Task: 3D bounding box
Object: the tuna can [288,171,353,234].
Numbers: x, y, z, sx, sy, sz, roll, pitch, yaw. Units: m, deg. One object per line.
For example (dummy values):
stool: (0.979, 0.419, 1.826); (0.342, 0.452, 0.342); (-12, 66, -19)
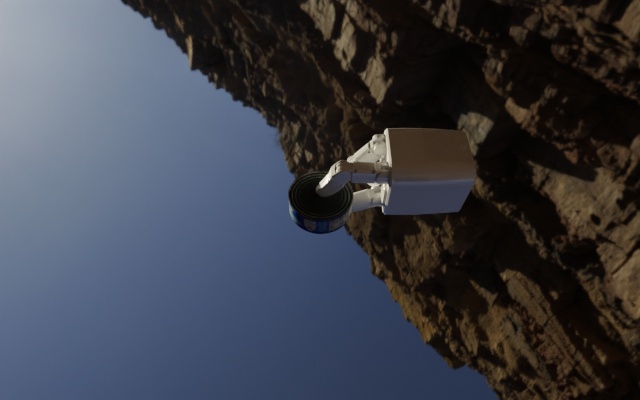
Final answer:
tuna can: (0.000, 0.002, 0.638); (0.086, 0.086, 0.034); (0, -40, -2)
